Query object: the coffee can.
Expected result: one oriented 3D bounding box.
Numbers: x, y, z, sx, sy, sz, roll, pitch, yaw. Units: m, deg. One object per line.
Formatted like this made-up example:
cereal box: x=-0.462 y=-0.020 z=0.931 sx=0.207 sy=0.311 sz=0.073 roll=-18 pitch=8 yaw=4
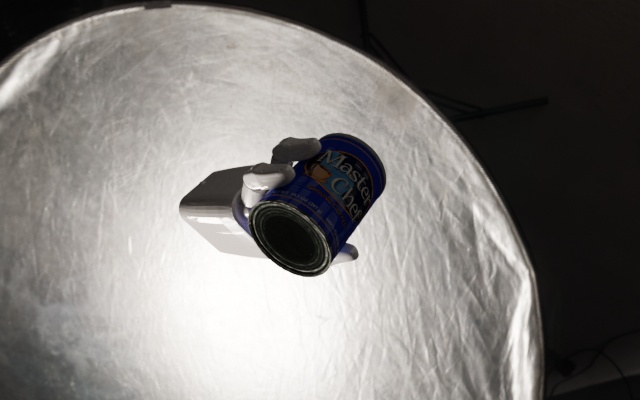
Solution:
coffee can: x=0.000 y=0.002 z=0.539 sx=0.103 sy=0.103 sz=0.140 roll=0 pitch=35 yaw=36
